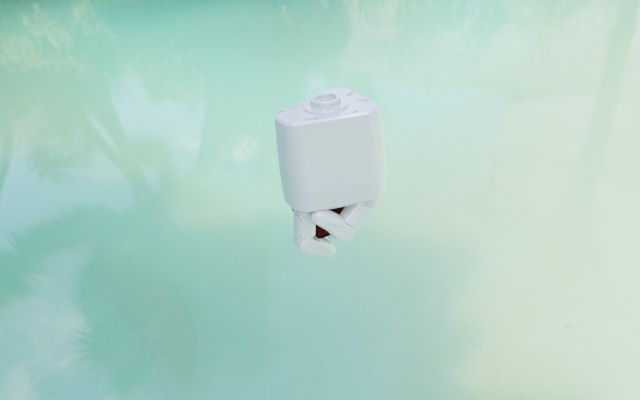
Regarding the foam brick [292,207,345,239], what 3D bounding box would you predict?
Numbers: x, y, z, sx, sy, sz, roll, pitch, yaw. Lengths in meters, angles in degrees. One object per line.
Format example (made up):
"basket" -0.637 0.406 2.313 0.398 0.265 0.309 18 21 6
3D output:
"foam brick" 0.000 0.002 0.601 0.053 0.051 0.078 -21 35 -20
